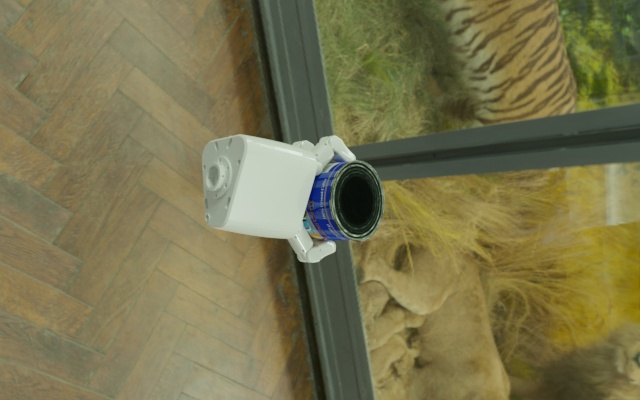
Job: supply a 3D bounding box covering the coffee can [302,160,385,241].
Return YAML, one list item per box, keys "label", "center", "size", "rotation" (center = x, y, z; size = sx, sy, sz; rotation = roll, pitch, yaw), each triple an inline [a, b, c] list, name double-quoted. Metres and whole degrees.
- label: "coffee can"
  center: [0.000, 0.002, 0.646]
  size: [0.103, 0.103, 0.140]
  rotation: [0, -2, -45]
